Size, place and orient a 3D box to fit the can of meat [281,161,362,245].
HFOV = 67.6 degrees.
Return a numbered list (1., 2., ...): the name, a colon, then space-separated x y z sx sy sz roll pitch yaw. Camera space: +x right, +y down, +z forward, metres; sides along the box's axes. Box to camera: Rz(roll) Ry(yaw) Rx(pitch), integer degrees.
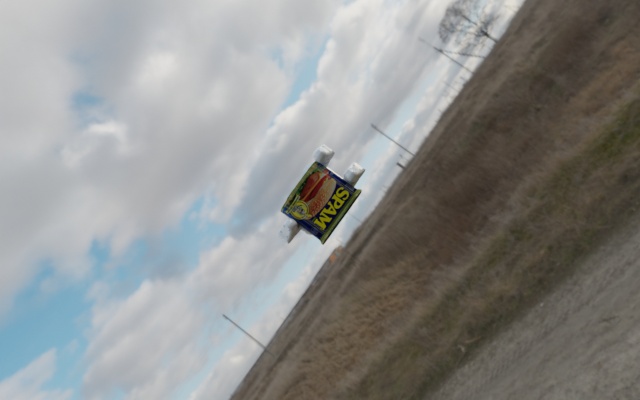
1. can of meat: 0.000 0.002 0.732 0.084 0.102 0.057 36 -5 6
